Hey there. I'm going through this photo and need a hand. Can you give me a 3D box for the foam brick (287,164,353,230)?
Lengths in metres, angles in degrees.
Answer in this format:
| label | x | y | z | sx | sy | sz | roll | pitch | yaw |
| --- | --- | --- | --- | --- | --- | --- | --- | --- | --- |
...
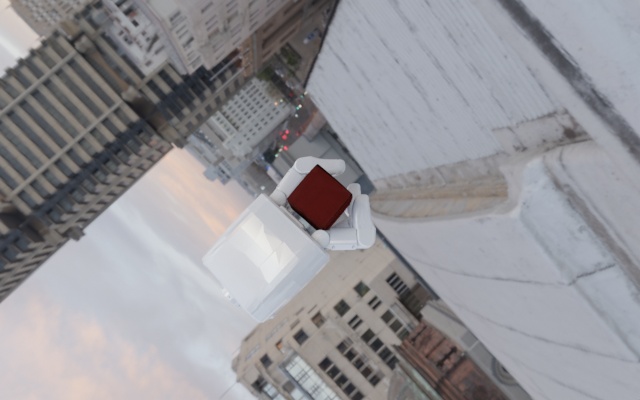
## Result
| label | x | y | z | sx | sy | sz | roll | pitch | yaw |
| --- | --- | --- | --- | --- | --- | --- | --- | --- | --- |
| foam brick | 0.000 | 0.002 | 0.544 | 0.053 | 0.051 | 0.078 | 41 | -7 | 8 |
